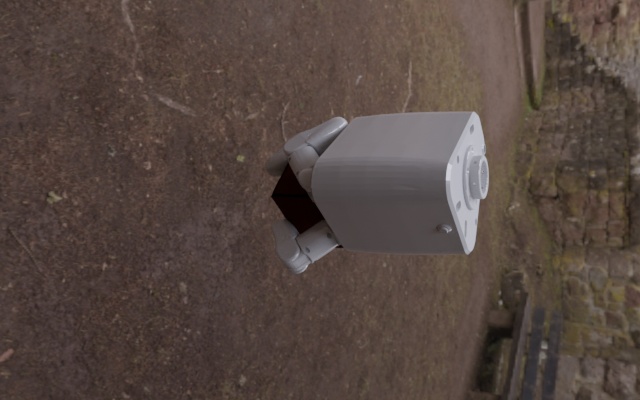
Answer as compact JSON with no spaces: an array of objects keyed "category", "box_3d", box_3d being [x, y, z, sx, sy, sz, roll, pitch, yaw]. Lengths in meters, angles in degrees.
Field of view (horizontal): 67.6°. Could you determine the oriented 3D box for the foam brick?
[{"category":"foam brick","box_3d":[0.000,0.002,0.447,0.051,0.053,0.078,1,-38,31]}]
